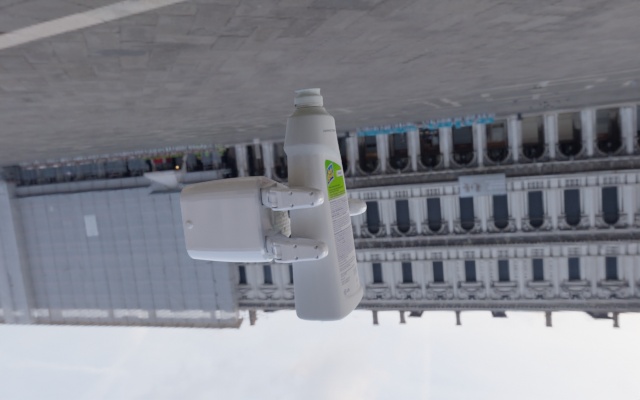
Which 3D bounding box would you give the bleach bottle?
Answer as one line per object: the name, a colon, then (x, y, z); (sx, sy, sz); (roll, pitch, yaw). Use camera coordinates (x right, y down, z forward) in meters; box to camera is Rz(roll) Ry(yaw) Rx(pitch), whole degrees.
bleach bottle: (0.000, 0.002, 0.545); (0.068, 0.251, 0.102); (-3, 7, 18)
